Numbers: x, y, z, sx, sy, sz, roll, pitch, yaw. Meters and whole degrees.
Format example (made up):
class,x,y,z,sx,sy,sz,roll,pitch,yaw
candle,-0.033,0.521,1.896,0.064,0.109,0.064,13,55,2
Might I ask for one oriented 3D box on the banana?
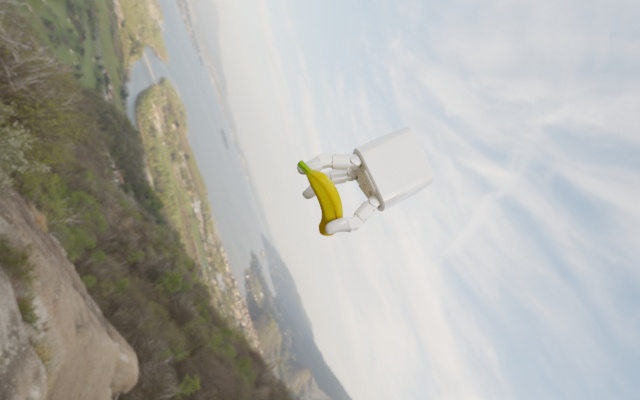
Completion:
class,x,y,z,sx,sy,sz,roll,pitch,yaw
banana,0.010,0.011,0.812,0.037,0.198,0.069,-34,52,-16
